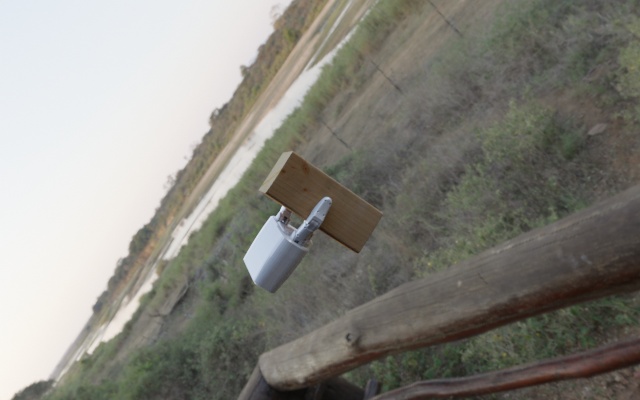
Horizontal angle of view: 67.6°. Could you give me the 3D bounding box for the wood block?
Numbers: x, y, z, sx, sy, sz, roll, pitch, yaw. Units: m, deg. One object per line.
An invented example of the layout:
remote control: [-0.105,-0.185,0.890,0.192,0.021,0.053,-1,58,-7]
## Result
wood block: [0.000,0.003,0.892,0.206,0.090,0.091,34,-4,-15]
